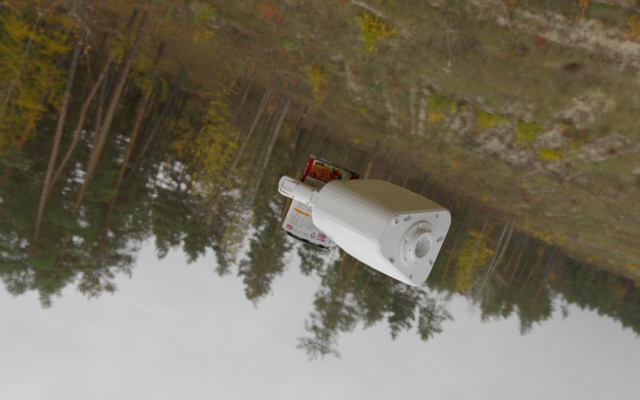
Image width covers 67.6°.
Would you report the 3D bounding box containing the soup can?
[{"bbox_3d":[0.000,0.002,0.603,0.068,0.102,0.068,22,3,-1],"label":"soup can"}]
